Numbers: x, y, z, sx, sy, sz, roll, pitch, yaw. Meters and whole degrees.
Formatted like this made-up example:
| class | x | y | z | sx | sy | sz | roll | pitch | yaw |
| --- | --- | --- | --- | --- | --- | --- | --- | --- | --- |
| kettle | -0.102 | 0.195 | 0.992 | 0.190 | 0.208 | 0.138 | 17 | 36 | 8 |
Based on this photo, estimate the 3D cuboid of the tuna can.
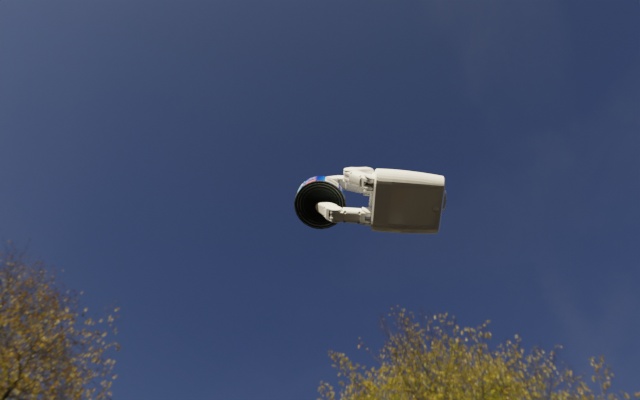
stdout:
| class | x | y | z | sx | sy | sz | roll | pitch | yaw |
| --- | --- | --- | --- | --- | --- | --- | --- | --- | --- |
| tuna can | 0.000 | 0.002 | 0.804 | 0.086 | 0.086 | 0.033 | 0 | 20 | 4 |
